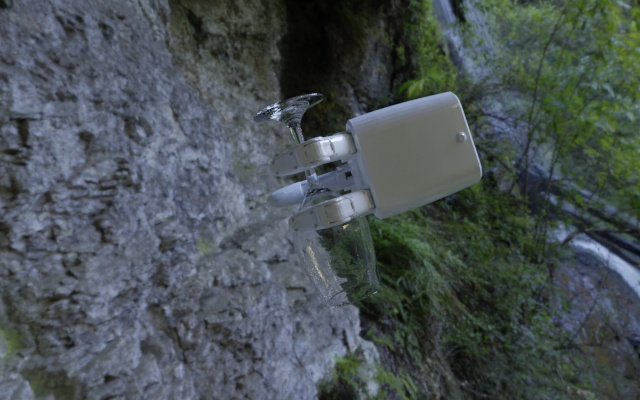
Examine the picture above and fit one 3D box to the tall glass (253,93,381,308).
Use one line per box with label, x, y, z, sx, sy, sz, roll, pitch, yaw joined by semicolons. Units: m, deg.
tall glass;0.000;0.001;0.477;0.079;0.201;0.079;-18;1;0
